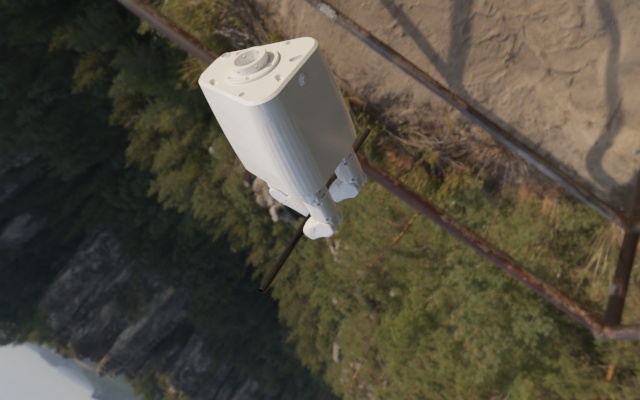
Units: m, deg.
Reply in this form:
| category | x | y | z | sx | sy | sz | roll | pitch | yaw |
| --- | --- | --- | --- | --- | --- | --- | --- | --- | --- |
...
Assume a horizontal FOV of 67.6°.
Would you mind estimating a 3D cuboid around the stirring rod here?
| category | x | y | z | sx | sy | sz | roll | pitch | yaw |
| --- | --- | --- | --- | --- | --- | --- | --- | --- | --- |
| stirring rod | 0.000 | 0.002 | 0.529 | 0.011 | 0.239 | 0.011 | 25 | -30 | 15 |
